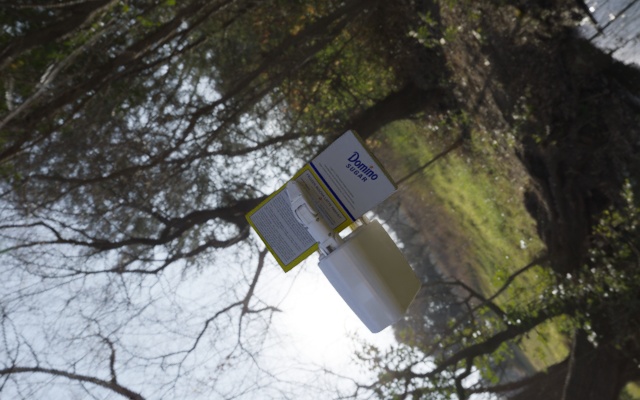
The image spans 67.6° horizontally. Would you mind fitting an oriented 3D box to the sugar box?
[{"bbox_3d":[0.000,0.002,0.598,0.176,0.093,0.048,-37,-4,12],"label":"sugar box"}]
